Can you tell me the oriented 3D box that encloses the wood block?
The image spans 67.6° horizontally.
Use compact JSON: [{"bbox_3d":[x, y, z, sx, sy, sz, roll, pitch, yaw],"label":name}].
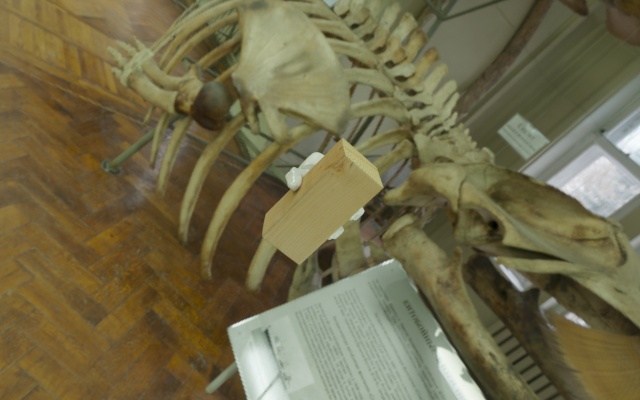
[{"bbox_3d":[0.000,0.002,0.840,0.091,0.206,0.090,39,19,-18],"label":"wood block"}]
